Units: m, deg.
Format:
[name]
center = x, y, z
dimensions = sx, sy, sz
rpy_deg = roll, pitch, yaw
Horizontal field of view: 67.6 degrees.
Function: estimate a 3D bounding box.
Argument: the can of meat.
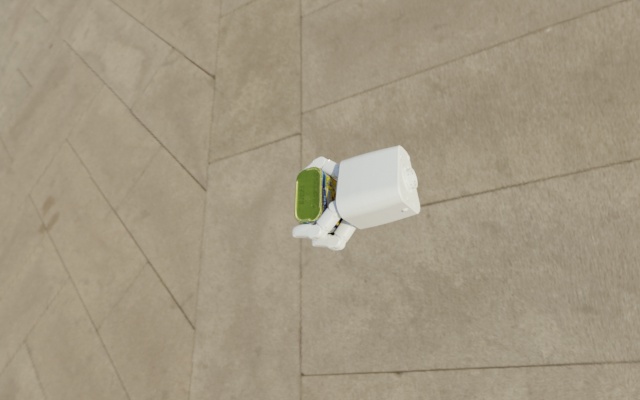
[can of meat]
center = 0.000, 0.002, 0.814
dimensions = 0.057, 0.102, 0.084
rpy_deg = -12, -25, 28
